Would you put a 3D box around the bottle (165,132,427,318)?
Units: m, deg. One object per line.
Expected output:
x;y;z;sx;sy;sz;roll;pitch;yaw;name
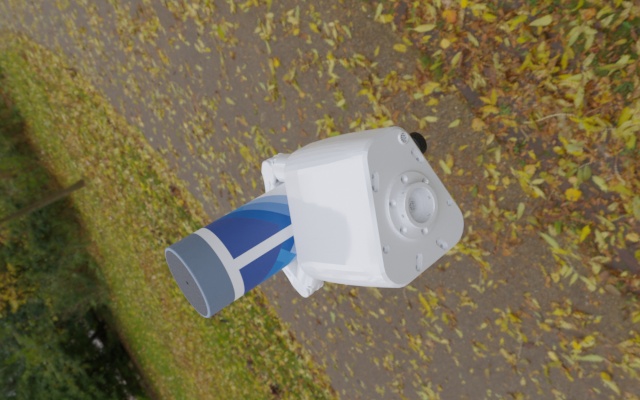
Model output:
0.000;0.002;0.461;0.295;0.069;0.069;-31;17;-30;bottle
